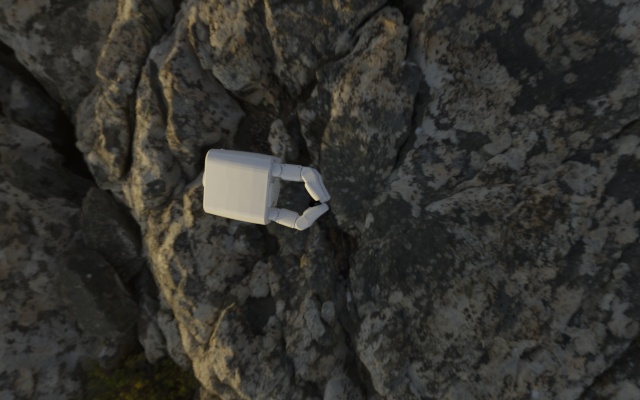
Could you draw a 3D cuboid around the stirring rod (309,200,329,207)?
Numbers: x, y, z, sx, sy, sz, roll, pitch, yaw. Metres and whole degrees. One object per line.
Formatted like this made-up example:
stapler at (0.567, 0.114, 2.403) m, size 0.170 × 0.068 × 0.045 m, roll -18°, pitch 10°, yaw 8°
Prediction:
stirring rod at (0.000, 0.003, 0.776) m, size 0.011 × 0.011 × 0.239 m, roll 0°, pitch 1°, yaw 6°
